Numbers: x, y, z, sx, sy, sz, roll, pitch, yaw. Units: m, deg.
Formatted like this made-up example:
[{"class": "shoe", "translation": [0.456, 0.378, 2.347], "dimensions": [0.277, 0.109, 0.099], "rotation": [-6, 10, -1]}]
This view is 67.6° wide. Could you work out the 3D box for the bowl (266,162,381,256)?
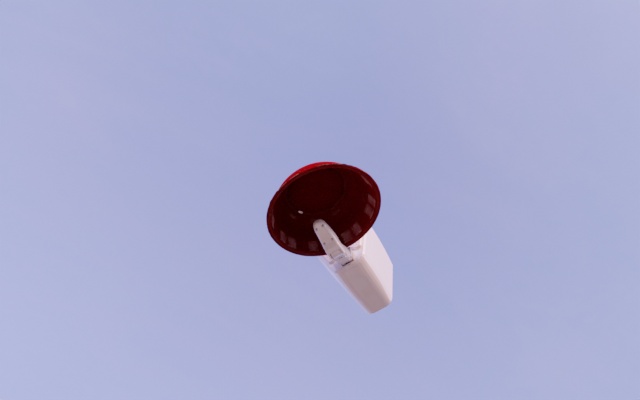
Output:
[{"class": "bowl", "translation": [0.000, 0.001, 0.668], "dimensions": [0.162, 0.162, 0.055], "rotation": [0, 38, -18]}]
